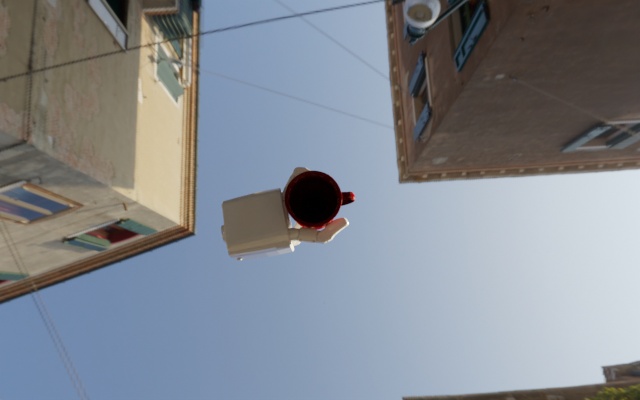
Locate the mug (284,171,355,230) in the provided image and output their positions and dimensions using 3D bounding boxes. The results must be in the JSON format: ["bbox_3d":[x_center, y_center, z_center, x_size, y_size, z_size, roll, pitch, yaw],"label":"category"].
[{"bbox_3d":[0.002,0.002,0.807,0.117,0.093,0.081,-10,-12,-2],"label":"mug"}]
